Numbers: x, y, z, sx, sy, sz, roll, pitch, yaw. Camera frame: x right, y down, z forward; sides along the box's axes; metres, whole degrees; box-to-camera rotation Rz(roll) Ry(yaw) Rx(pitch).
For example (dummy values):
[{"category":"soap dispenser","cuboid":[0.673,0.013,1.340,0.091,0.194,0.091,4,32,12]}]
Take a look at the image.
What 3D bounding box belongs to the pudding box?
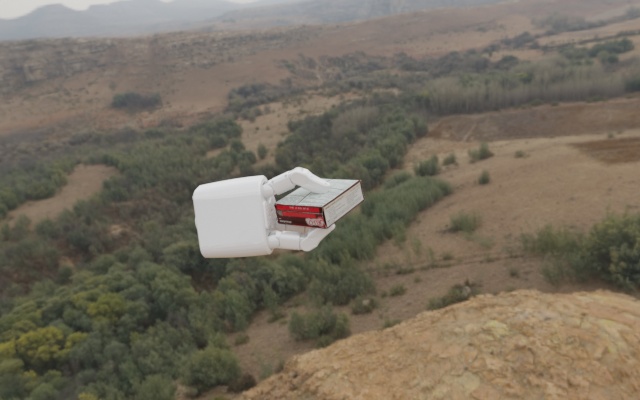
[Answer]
[{"category":"pudding box","cuboid":[0.000,0.002,0.716,0.090,0.039,0.113,5,27,35]}]
